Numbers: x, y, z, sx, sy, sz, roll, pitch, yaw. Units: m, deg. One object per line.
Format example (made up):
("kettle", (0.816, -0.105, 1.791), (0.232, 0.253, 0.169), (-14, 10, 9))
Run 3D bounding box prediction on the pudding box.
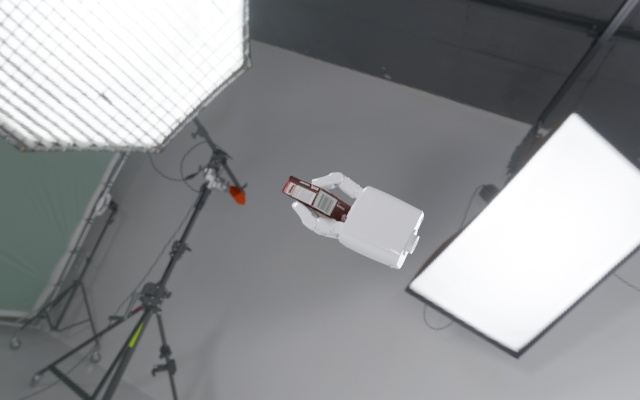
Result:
("pudding box", (0.000, 0.003, 0.850), (0.090, 0.039, 0.113), (23, -7, 45))
